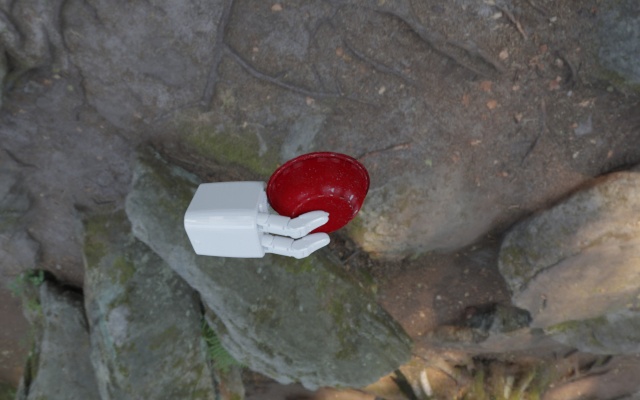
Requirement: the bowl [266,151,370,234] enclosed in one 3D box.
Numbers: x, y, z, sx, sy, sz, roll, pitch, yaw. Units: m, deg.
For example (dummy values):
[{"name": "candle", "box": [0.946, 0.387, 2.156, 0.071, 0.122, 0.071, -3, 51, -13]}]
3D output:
[{"name": "bowl", "box": [0.001, 0.002, 0.718, 0.162, 0.055, 0.162, -6, -40, -5]}]
